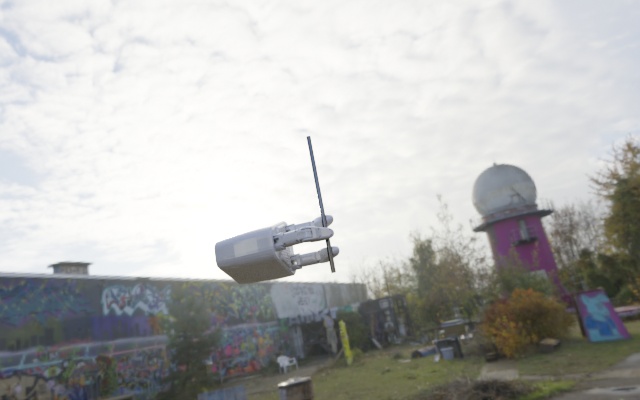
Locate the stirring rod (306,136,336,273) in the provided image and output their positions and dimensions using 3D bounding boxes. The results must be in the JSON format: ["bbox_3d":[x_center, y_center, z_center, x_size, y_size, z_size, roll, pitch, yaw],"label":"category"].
[{"bbox_3d":[0.000,0.003,0.804,0.011,0.239,0.011,-10,-15,-3],"label":"stirring rod"}]
